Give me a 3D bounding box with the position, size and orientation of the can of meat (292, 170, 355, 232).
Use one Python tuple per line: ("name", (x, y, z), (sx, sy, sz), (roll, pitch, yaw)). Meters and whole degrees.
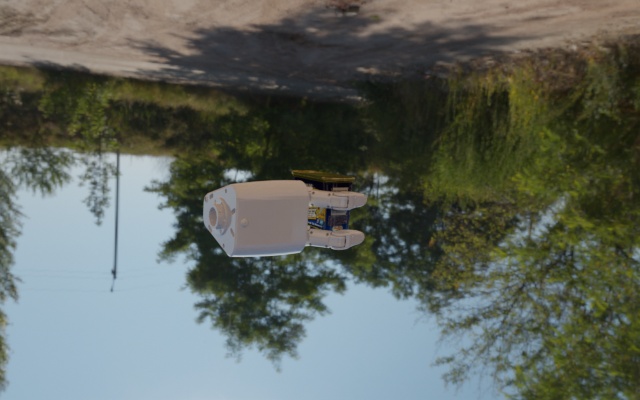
("can of meat", (0.000, 0.003, 0.702), (0.057, 0.084, 0.102), (-2, 10, -39))
